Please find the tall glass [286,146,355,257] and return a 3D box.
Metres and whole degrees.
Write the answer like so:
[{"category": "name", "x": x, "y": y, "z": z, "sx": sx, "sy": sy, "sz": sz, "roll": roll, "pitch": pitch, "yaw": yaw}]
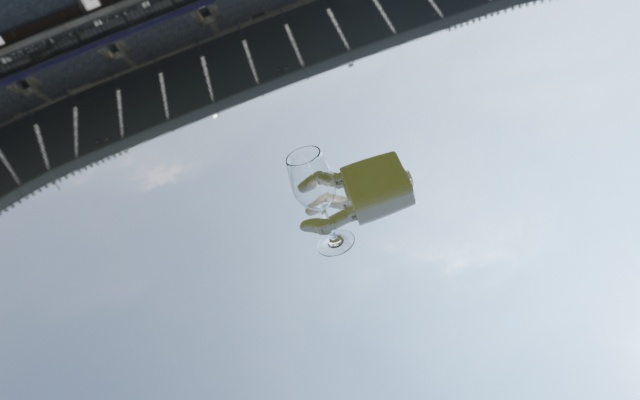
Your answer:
[{"category": "tall glass", "x": 0.000, "y": 0.003, "z": 0.850, "sx": 0.079, "sy": 0.201, "sz": 0.079, "roll": -15, "pitch": 34, "yaw": 10}]
